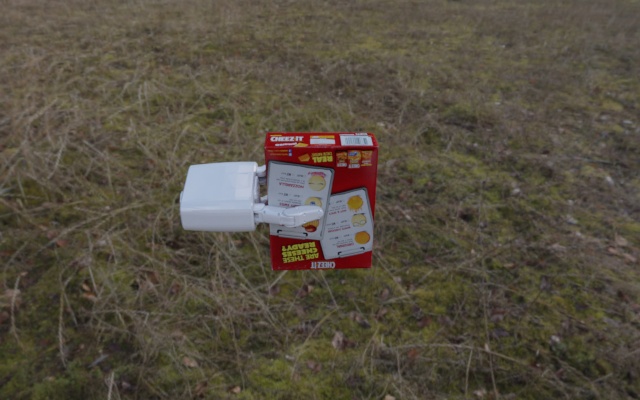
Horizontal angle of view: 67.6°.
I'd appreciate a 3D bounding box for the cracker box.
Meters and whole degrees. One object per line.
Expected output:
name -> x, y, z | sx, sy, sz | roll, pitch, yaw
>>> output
cracker box -> 0.000, 0.002, 0.744 | 0.164, 0.214, 0.072 | -1, 29, -1
